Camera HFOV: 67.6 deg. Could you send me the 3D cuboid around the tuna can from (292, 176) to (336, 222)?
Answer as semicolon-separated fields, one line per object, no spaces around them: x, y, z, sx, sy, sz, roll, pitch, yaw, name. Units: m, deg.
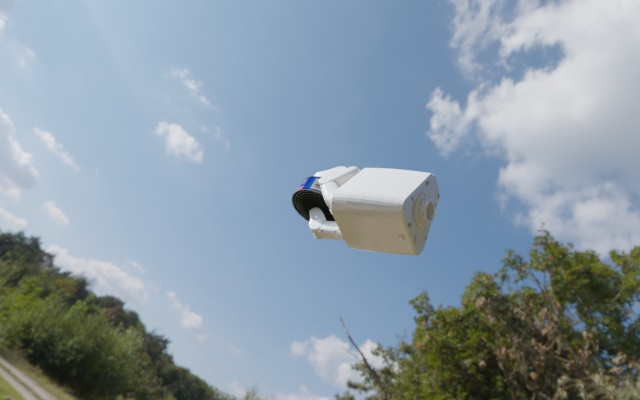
0.000;0.002;0.752;0.086;0.033;0.086;20;-35;15;tuna can
